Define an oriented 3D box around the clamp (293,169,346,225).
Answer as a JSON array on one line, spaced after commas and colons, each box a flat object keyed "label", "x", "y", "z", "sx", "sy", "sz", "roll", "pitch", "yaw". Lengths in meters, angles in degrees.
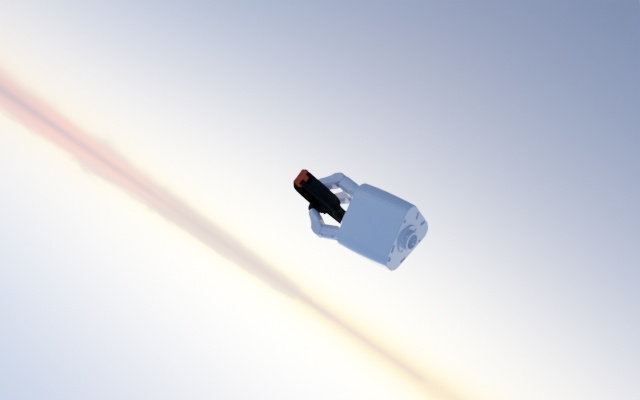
[{"label": "clamp", "x": 0.000, "y": 0.003, "z": 0.870, "sx": 0.164, "sy": 0.036, "sz": 0.210, "roll": 25, "pitch": -14, "yaw": 40}]
